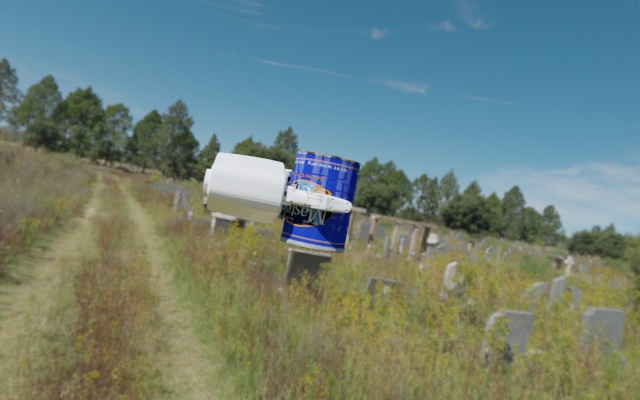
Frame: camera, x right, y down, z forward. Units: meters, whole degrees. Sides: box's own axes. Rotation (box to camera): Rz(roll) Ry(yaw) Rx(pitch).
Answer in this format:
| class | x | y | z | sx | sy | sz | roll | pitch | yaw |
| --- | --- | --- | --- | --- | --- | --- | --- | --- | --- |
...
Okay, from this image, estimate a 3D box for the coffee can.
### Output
| class | x | y | z | sx | sy | sz | roll | pitch | yaw |
| --- | --- | --- | --- | --- | --- | --- | --- | --- | --- |
| coffee can | 0.000 | 0.003 | 0.742 | 0.103 | 0.140 | 0.103 | 11 | 0 | 0 |
